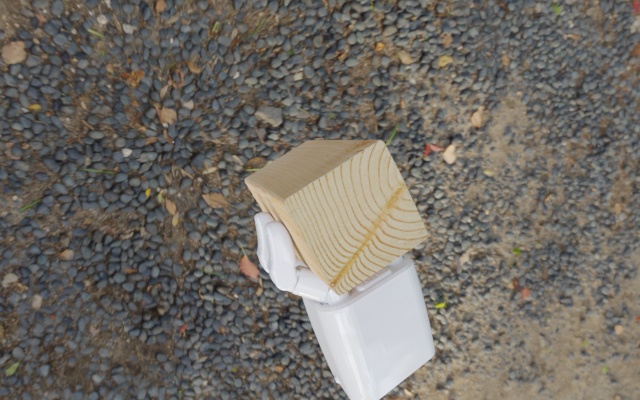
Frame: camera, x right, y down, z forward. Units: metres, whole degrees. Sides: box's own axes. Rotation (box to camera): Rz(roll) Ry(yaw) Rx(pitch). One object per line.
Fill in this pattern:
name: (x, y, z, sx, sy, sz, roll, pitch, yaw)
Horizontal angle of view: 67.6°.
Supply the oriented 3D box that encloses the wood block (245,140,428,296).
wood block: (0.001, 0.002, 0.454, 0.091, 0.090, 0.206, -32, 15, -11)
